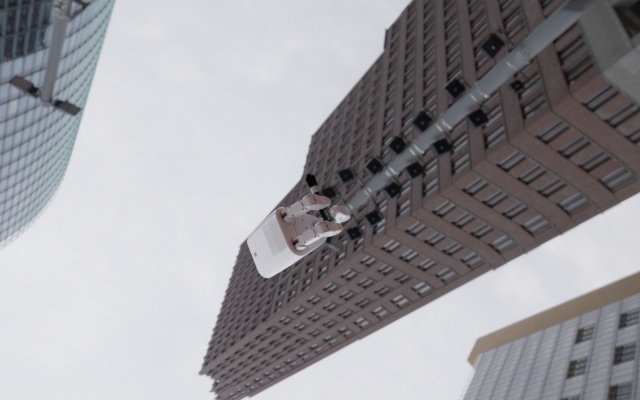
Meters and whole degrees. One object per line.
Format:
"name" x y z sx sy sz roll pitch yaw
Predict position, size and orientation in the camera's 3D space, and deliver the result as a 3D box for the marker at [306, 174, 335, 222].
"marker" 0.000 0.003 0.889 0.020 0.121 0.020 -21 -21 -8
